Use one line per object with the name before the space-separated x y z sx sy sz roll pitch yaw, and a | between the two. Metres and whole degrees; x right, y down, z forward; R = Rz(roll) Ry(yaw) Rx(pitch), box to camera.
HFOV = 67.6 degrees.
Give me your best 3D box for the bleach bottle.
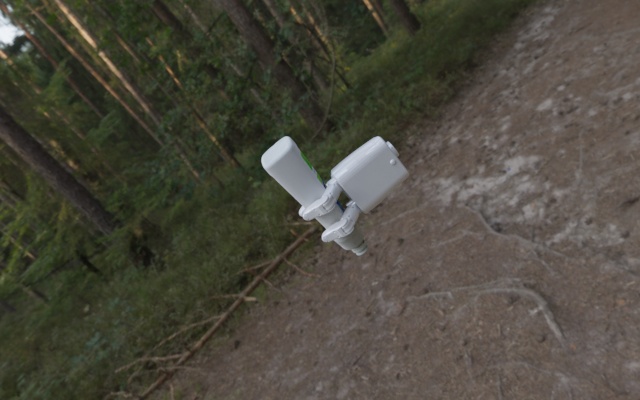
bleach bottle | 0.000 0.003 0.864 0.068 0.251 0.102 -40 21 5
